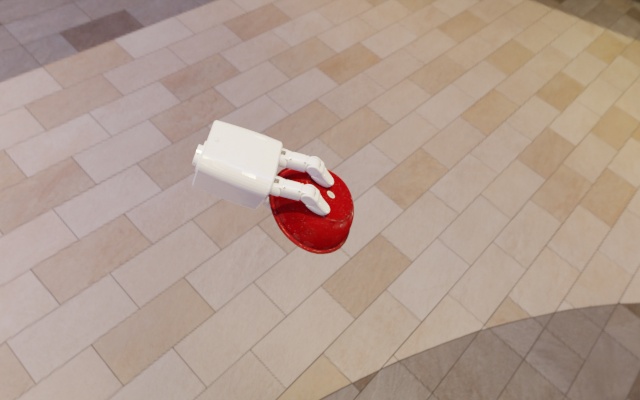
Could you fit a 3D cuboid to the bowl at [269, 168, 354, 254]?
[{"bbox_3d":[0.001,0.003,0.774,0.162,0.162,0.055,0,-25,-39],"label":"bowl"}]
